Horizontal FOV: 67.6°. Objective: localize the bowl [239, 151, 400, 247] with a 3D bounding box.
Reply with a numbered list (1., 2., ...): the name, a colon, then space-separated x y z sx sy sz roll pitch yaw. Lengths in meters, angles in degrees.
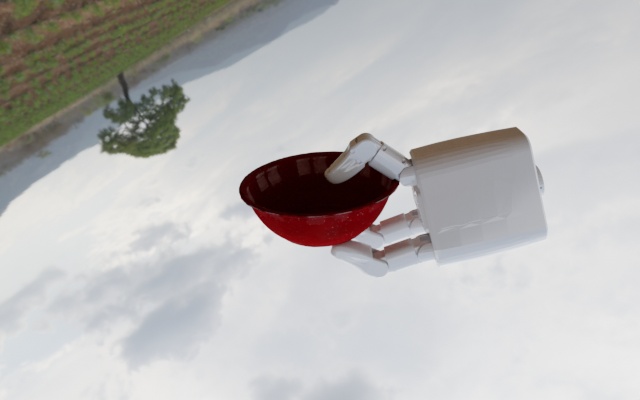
1. bowl: -0.001 0.002 0.491 0.162 0.055 0.162 -3 26 2
